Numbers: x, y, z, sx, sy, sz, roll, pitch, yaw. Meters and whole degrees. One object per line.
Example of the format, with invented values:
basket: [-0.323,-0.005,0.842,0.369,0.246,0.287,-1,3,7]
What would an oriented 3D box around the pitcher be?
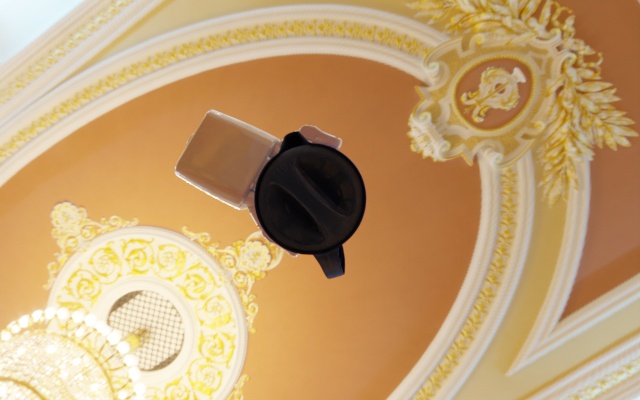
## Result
pitcher: [0.000,0.002,0.674,0.145,0.149,0.243,27,5,4]
